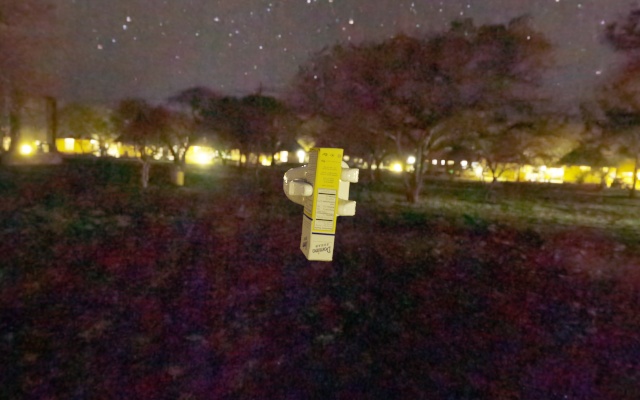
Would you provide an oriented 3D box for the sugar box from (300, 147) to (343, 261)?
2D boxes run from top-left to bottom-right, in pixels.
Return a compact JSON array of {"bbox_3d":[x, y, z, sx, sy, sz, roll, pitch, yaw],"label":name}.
[{"bbox_3d":[0.001,0.002,0.778,0.048,0.176,0.093,2,6,-10],"label":"sugar box"}]
